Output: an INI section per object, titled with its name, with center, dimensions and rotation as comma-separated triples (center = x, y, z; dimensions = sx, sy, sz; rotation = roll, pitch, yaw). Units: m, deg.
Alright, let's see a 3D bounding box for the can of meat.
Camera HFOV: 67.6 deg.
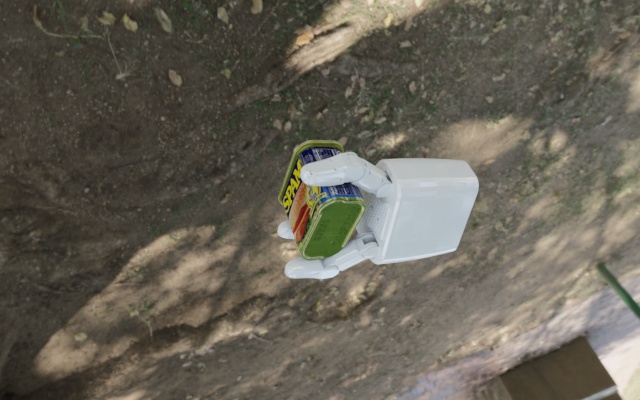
[can of meat]
center = 0.000, 0.002, 0.507
dimensions = 0.057, 0.084, 0.102
rotation = -1, -41, -25
